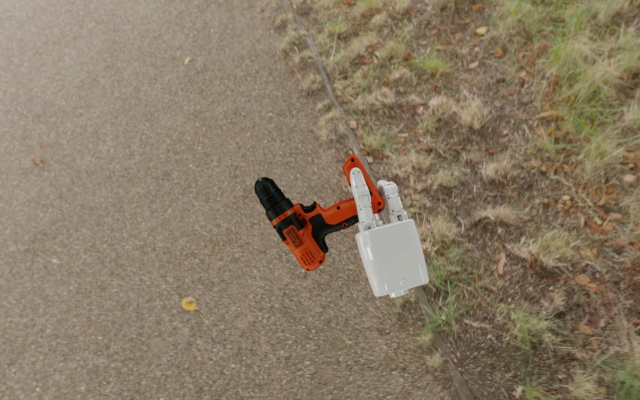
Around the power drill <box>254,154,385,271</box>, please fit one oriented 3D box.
[{"bbox_3d":[0.001,0.003,0.814,0.187,0.184,0.057,-33,2,11],"label":"power drill"}]
